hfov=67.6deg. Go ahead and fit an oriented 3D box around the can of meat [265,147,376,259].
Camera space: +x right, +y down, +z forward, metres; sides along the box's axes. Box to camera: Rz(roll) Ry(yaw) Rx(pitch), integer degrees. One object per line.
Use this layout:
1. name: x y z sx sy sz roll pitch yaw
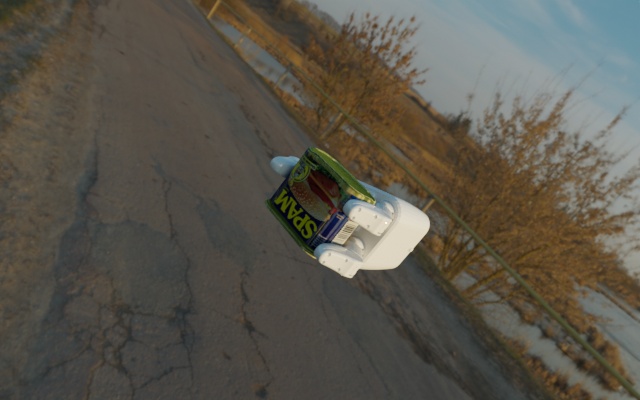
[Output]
1. can of meat: 0.000 0.001 0.524 0.057 0.084 0.102 19 22 -53
